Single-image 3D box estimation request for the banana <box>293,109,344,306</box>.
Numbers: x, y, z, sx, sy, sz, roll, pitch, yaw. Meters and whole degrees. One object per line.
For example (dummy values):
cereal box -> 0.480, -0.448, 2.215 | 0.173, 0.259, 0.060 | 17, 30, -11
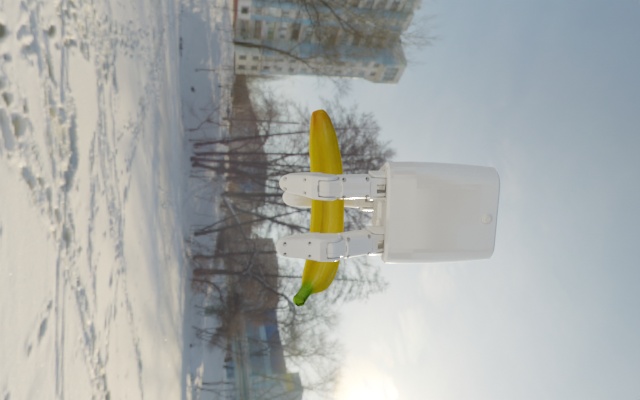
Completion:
banana -> 0.004, 0.008, 0.495 | 0.037, 0.197, 0.070 | 1, -10, 13
